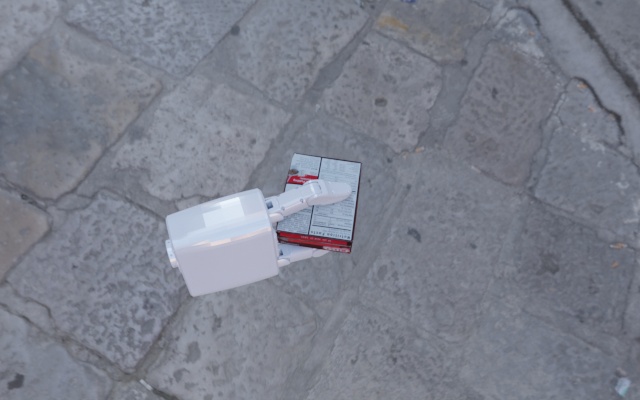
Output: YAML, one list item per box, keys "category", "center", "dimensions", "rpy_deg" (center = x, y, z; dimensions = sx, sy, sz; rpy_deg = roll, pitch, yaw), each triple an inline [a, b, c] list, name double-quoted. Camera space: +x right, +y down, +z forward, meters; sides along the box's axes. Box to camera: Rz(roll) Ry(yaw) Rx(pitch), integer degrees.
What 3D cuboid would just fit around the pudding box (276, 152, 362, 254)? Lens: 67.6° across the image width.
- category: "pudding box"
  center: [0.000, 0.002, 0.568]
  dimensions: [0.090, 0.113, 0.039]
  rpy_deg: [9, -27, 1]
